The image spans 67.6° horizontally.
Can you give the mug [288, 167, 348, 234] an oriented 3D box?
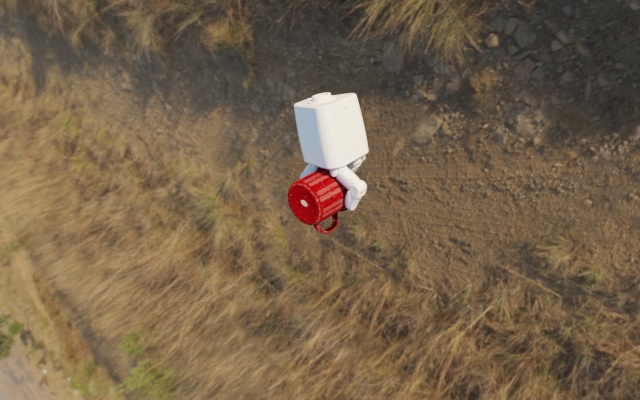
[{"bbox_3d":[0.000,0.004,0.834,0.093,0.117,0.081,6,27,45],"label":"mug"}]
